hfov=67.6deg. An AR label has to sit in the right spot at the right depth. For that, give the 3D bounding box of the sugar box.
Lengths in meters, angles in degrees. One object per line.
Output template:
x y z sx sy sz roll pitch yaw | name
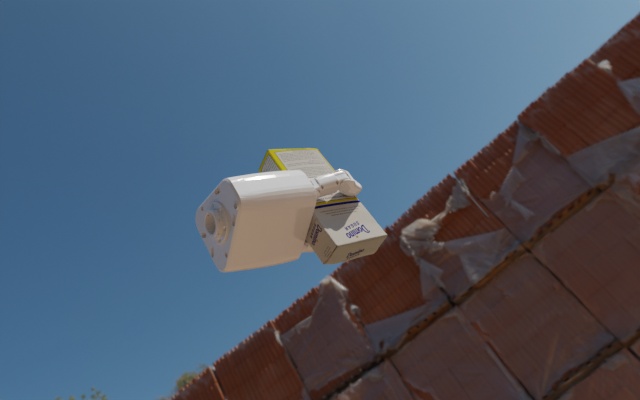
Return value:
0.000 0.002 0.638 0.093 0.176 0.048 -7 -38 -40 | sugar box
